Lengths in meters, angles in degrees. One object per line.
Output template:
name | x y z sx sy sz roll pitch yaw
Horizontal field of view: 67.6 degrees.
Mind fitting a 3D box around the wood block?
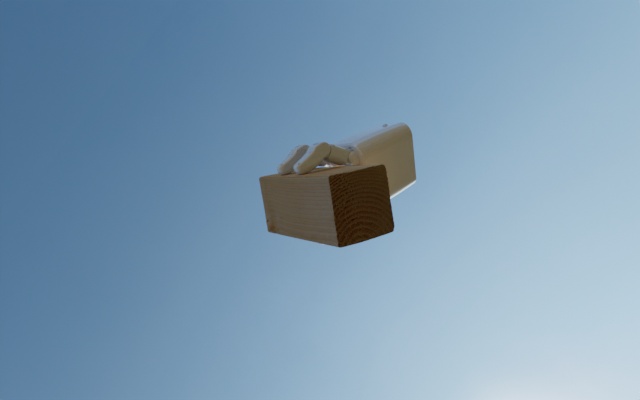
wood block | 0.000 0.002 0.675 0.090 0.091 0.206 -14 9 -29
